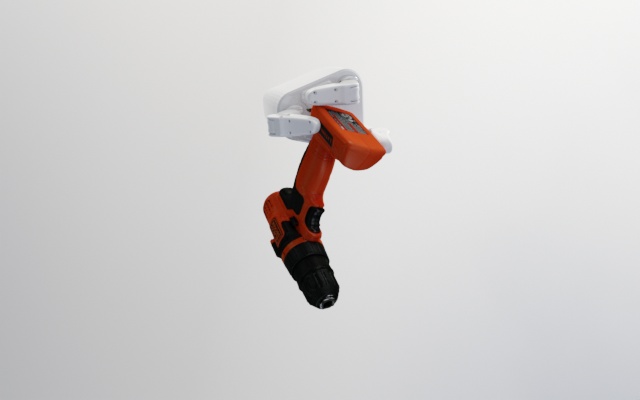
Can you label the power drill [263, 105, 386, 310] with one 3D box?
[{"bbox_3d":[0.000,0.001,0.540,0.057,0.188,0.184,7,34,-34],"label":"power drill"}]
